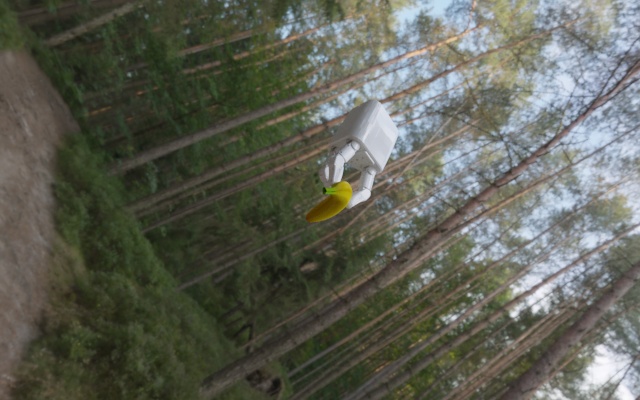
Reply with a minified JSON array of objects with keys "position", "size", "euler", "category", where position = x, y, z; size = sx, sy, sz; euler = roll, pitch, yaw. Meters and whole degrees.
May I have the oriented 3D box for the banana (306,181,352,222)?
[{"position":[0.019,0.001,0.900],"size":[0.069,0.037,0.198],"euler":[-3,-18,-12],"category":"banana"}]
